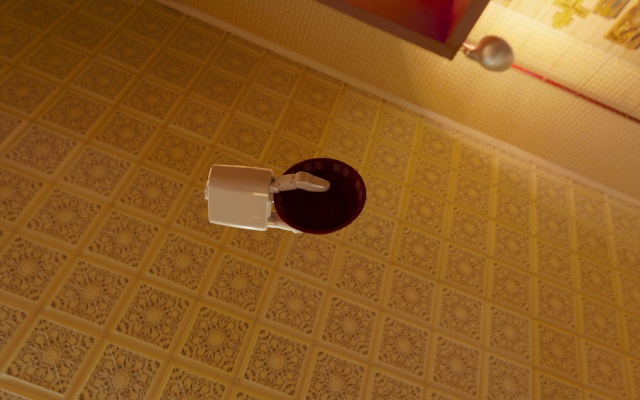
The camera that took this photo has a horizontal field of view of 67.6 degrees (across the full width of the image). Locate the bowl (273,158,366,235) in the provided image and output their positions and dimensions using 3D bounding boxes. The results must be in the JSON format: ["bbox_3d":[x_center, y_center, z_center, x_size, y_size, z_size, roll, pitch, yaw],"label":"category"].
[{"bbox_3d":[0.001,0.003,0.841,0.162,0.162,0.055,0,-35,5],"label":"bowl"}]
